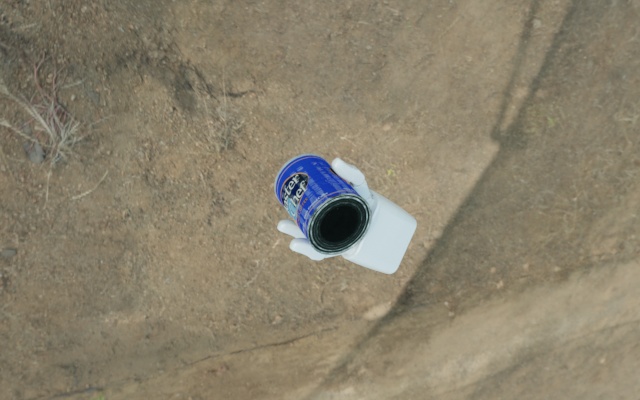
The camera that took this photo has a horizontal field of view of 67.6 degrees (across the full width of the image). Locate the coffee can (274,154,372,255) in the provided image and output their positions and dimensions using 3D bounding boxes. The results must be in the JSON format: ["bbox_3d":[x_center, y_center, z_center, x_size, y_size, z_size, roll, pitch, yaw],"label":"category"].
[{"bbox_3d":[0.000,0.002,0.732,0.103,0.103,0.140,0,29,-27],"label":"coffee can"}]
